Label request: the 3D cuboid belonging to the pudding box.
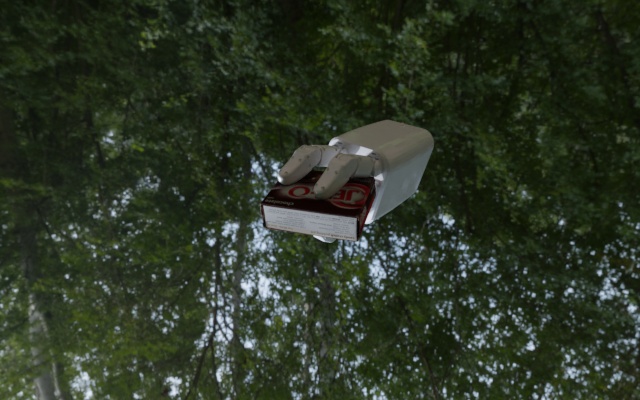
[{"bbox_3d":[0.000,0.002,0.546,0.113,0.039,0.090,5,31,16],"label":"pudding box"}]
